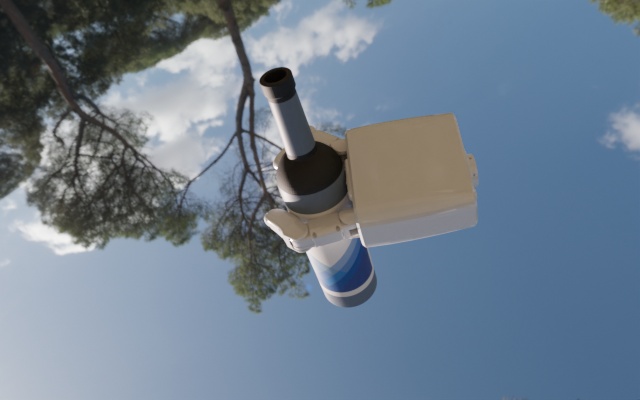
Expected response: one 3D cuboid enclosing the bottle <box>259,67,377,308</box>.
[{"bbox_3d":[0.000,0.002,0.480,0.069,0.069,0.296,0,-43,20],"label":"bottle"}]
